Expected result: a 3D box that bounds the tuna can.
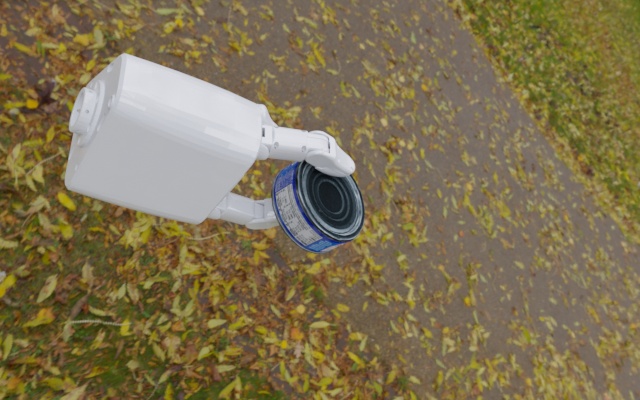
[{"bbox_3d":[0.001,0.001,0.422,0.034,0.086,0.086,-28,-18,39],"label":"tuna can"}]
